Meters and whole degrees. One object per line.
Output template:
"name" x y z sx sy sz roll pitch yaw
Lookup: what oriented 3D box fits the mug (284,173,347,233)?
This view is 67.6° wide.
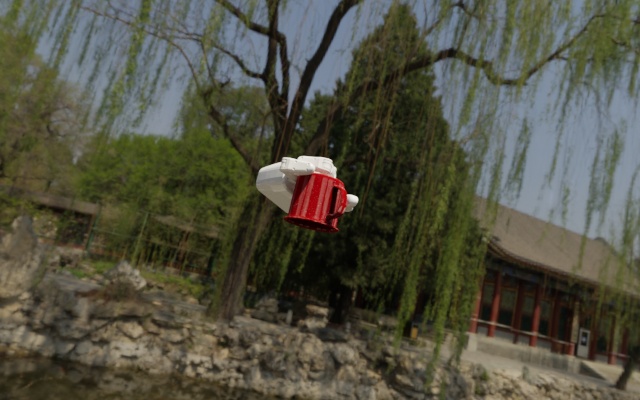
"mug" 0.001 0.002 0.787 0.093 0.081 0.117 22 -15 -35
